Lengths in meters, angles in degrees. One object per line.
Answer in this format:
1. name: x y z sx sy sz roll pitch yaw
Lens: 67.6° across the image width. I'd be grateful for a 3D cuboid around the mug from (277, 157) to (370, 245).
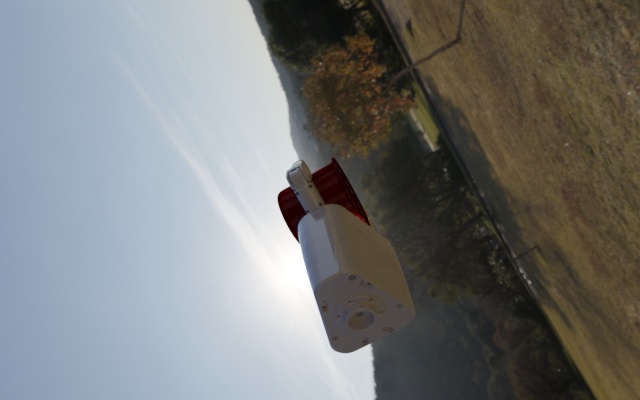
1. mug: 0.000 0.001 0.581 0.081 0.093 0.117 -28 31 8
